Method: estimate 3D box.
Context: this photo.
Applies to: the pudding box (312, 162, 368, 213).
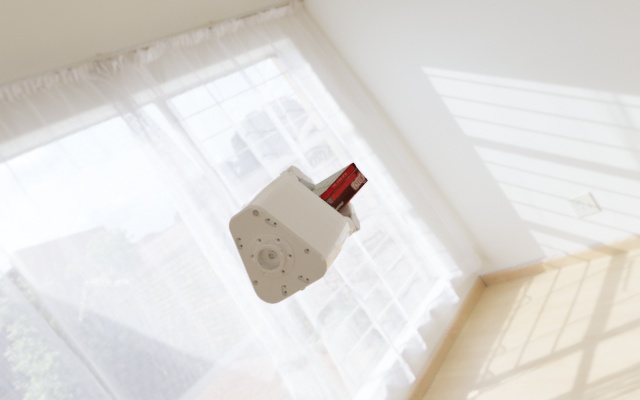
[{"bbox_3d":[0.000,0.002,0.649,0.113,0.039,0.090,-26,14,50],"label":"pudding box"}]
